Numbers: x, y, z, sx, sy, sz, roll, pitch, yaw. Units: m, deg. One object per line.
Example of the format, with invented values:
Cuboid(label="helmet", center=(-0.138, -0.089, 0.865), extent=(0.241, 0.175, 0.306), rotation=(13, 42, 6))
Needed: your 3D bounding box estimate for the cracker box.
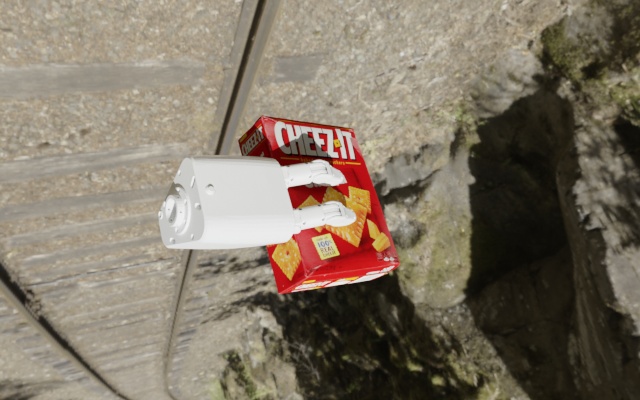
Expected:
Cuboid(label="cracker box", center=(0.000, 0.002, 0.624), extent=(0.164, 0.213, 0.072), rotation=(1, -25, -41))
